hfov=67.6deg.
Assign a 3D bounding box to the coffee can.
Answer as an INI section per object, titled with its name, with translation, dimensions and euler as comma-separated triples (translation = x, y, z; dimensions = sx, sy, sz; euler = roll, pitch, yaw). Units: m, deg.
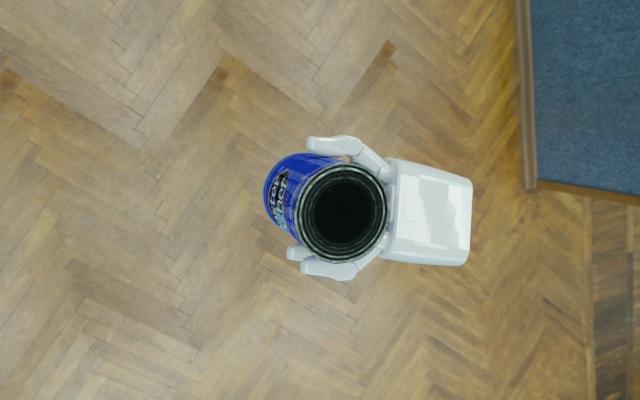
[coffee can]
translation = 0.000, 0.002, 0.531
dimensions = 0.103, 0.103, 0.140
euler = 0, 10, -20
